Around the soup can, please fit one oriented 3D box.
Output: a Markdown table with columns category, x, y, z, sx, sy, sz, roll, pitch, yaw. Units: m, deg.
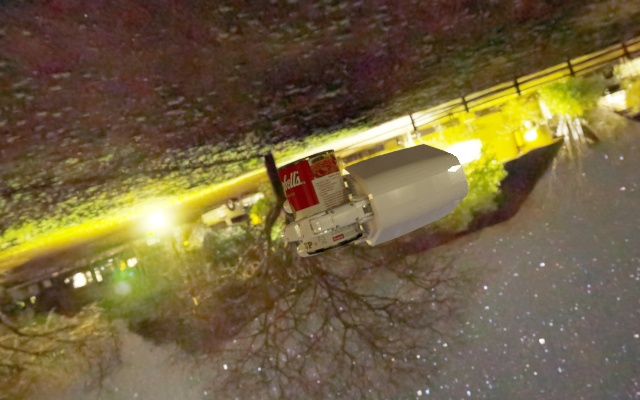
| category | x | y | z | sx | sy | sz | roll | pitch | yaw |
| --- | --- | --- | --- | --- | --- | --- | --- | --- | --- |
| soup can | 0.000 | 0.002 | 0.533 | 0.068 | 0.102 | 0.068 | -19 | 1 | 0 |
